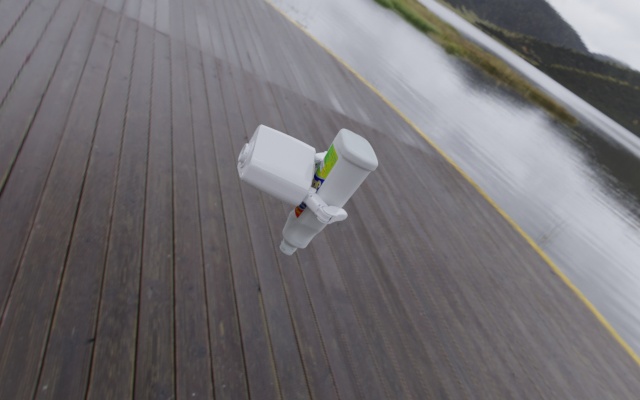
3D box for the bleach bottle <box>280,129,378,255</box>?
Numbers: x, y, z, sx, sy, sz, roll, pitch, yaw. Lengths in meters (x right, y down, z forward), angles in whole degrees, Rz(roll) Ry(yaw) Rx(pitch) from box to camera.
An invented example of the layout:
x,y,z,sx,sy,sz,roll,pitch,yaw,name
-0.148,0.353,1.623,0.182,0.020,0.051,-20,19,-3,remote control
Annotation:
x,y,z,sx,sy,sz,roll,pitch,yaw,name
0.000,0.003,0.831,0.068,0.251,0.102,24,27,-20,bleach bottle
